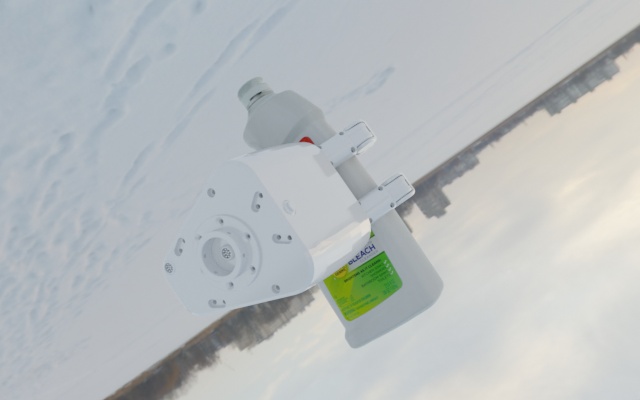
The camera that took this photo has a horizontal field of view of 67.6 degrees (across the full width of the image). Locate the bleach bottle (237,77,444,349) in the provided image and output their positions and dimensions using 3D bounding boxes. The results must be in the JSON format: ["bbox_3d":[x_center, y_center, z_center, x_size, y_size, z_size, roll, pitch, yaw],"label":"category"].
[{"bbox_3d":[0.000,0.001,0.435,0.102,0.251,0.068,-37,-5,24],"label":"bleach bottle"}]
